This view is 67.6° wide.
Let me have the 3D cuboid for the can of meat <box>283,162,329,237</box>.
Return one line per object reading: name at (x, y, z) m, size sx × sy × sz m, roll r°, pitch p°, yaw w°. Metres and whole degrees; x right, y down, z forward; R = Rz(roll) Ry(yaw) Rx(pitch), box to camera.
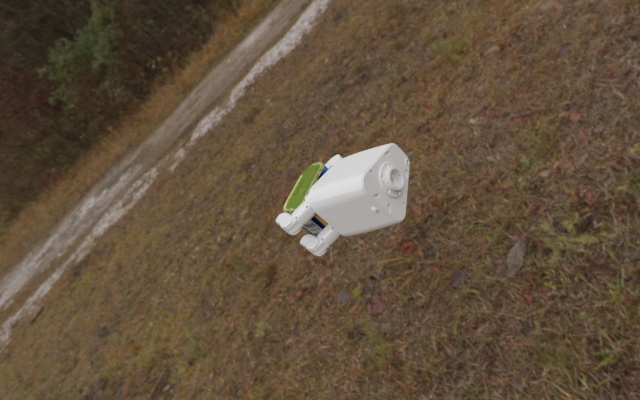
can of meat at (0.000, 0.002, 0.752) m, size 0.084 × 0.102 × 0.057 m, roll 42°, pitch -32°, yaw -26°
